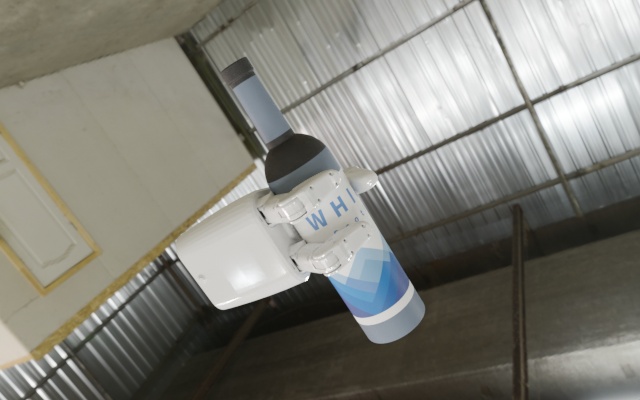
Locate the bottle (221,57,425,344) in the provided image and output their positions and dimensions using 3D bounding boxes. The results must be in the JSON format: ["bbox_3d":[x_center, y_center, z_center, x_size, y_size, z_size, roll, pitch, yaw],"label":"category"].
[{"bbox_3d":[0.000,0.002,0.453,0.069,0.296,0.069,-31,13,8],"label":"bottle"}]
